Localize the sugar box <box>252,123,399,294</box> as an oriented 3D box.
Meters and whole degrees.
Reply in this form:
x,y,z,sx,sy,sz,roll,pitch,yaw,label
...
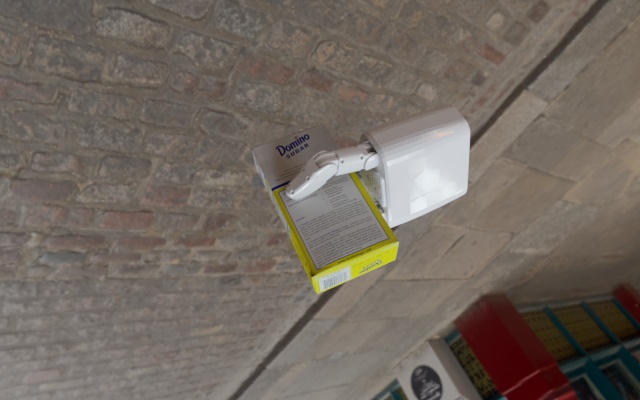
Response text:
x,y,z,sx,sy,sz,roll,pitch,yaw,label
0.000,0.002,0.514,0.093,0.176,0.048,-21,-34,-11,sugar box
